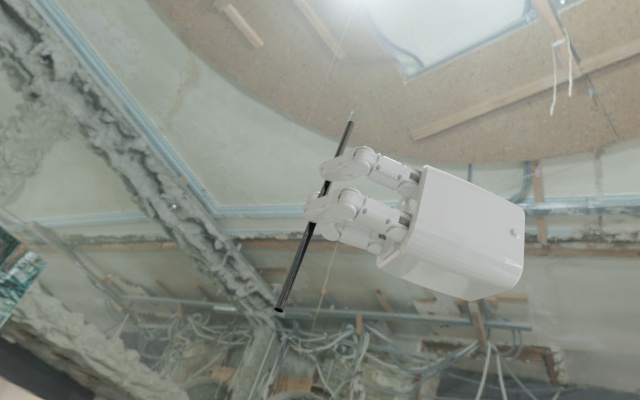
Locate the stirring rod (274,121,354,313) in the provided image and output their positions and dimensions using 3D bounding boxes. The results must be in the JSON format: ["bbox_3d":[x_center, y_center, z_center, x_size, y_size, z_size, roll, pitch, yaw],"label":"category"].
[{"bbox_3d":[0.000,0.002,0.465,0.011,0.239,0.011,13,-39,11],"label":"stirring rod"}]
